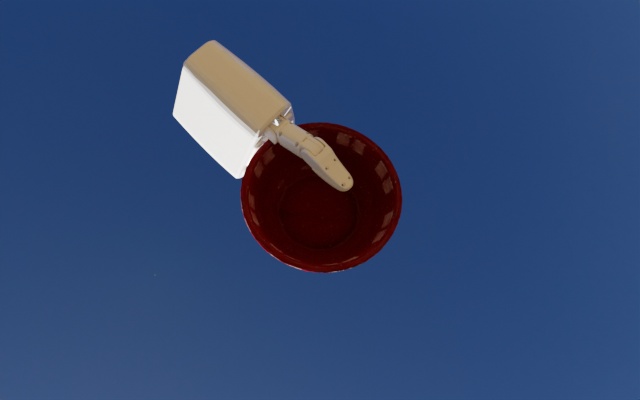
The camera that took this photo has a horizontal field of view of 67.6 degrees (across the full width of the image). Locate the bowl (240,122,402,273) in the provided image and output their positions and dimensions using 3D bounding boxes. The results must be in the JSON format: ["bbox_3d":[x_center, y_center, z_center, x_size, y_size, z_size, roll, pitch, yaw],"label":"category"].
[{"bbox_3d":[0.001,0.003,0.498,0.162,0.162,0.055,0,-22,-4],"label":"bowl"}]
